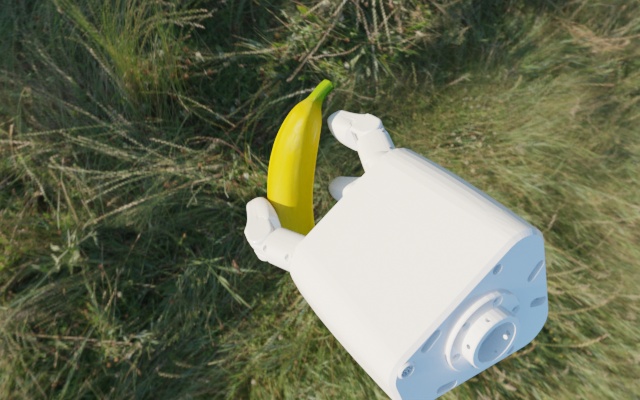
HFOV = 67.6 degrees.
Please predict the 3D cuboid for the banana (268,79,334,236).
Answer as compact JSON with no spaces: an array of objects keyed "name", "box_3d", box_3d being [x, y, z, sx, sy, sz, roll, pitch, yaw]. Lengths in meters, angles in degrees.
[{"name":"banana","box_3d":[-0.014,0.003,0.405,0.069,0.198,0.037,-19,35,-35]}]
